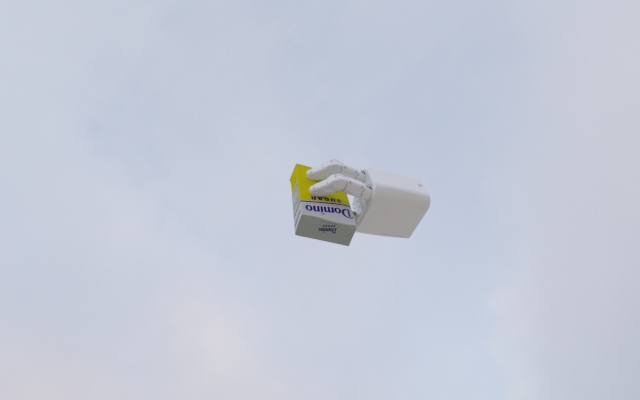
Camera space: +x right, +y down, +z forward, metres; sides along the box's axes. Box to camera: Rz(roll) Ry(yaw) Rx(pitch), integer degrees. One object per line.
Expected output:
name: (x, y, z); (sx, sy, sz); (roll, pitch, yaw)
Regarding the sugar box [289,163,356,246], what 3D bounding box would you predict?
sugar box: (0.000, 0.002, 0.808); (0.093, 0.048, 0.176); (13, 26, -15)
